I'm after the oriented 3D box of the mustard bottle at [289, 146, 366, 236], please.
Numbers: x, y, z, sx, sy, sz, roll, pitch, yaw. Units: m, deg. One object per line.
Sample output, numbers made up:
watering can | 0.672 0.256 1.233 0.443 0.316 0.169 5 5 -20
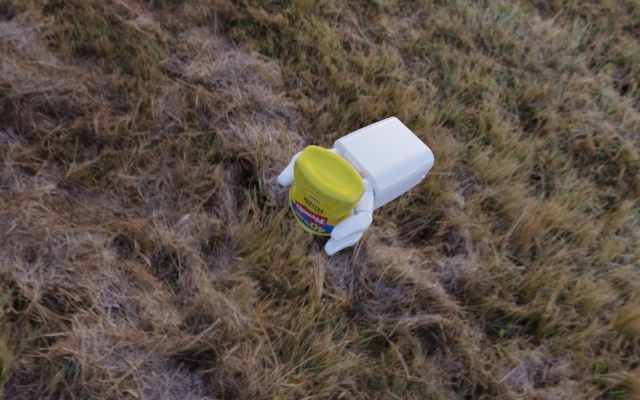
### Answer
mustard bottle | 0.000 0.002 0.681 0.096 0.058 0.192 36 -24 7
